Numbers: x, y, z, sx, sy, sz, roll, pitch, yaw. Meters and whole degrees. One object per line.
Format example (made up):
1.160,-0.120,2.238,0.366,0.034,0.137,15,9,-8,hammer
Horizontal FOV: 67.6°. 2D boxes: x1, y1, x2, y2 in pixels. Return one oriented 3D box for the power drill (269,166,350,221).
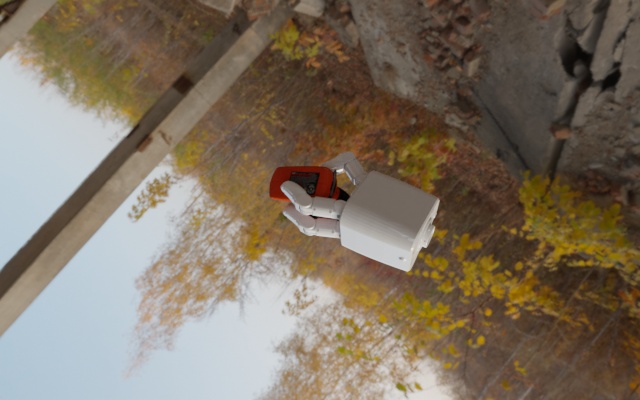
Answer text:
0.000,0.002,0.776,0.184,0.057,0.188,1,-17,32,power drill
